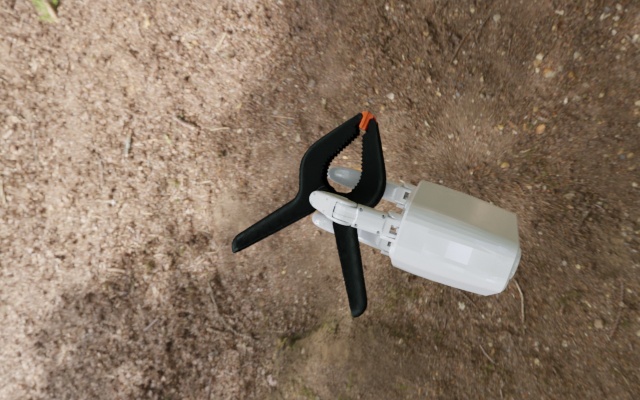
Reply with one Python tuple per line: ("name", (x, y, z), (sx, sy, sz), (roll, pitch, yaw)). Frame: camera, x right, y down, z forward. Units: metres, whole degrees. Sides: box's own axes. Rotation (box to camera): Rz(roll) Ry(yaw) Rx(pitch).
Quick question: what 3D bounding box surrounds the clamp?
("clamp", (0.000, 0.001, 0.511), (0.164, 0.210, 0.036), (19, 7, 11))
